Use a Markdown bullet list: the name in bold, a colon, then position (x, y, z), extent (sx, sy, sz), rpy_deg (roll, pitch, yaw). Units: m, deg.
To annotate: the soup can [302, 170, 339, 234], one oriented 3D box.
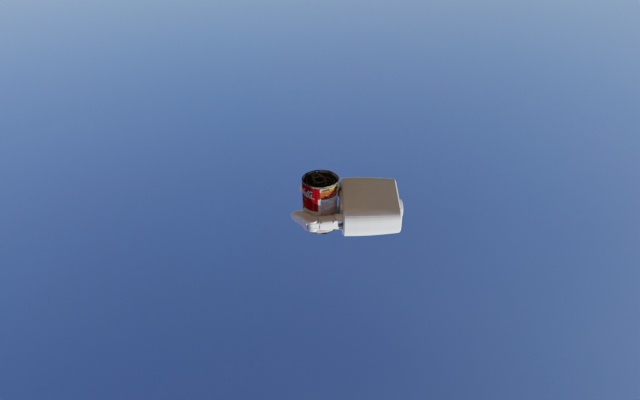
- **soup can**: position (0.000, 0.003, 0.890), extent (0.068, 0.102, 0.068), rpy_deg (0, 32, 0)
